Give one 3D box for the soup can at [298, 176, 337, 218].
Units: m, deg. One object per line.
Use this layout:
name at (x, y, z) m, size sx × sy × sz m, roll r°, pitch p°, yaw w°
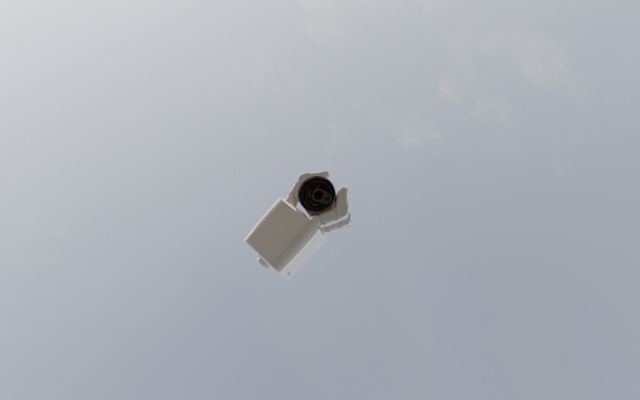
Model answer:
soup can at (0.000, 0.003, 0.895) m, size 0.068 × 0.068 × 0.102 m, roll 0°, pitch -17°, yaw 9°
